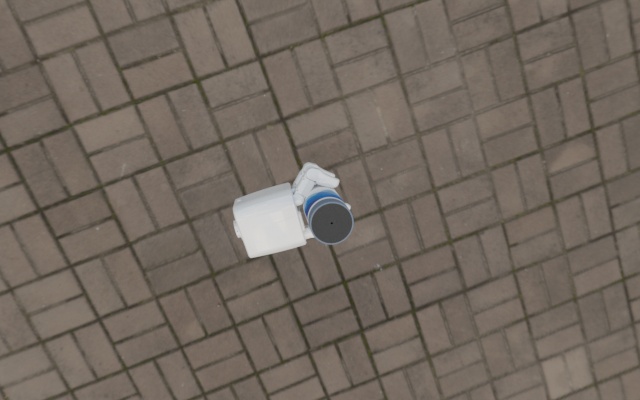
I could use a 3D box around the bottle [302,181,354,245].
[{"bbox_3d":[0.000,0.003,0.851,0.069,0.069,0.295,0,12,-7],"label":"bottle"}]
